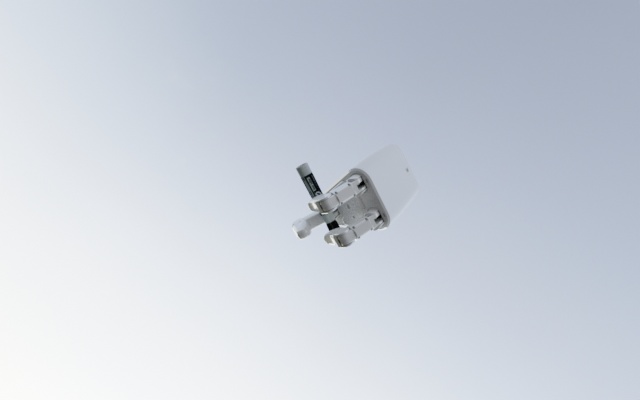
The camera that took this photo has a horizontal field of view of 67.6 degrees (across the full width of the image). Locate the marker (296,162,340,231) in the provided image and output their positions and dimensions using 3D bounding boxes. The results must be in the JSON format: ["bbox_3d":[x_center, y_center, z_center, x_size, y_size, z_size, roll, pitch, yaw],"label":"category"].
[{"bbox_3d":[0.000,0.002,0.691,0.020,0.121,0.020,-26,12,6],"label":"marker"}]
